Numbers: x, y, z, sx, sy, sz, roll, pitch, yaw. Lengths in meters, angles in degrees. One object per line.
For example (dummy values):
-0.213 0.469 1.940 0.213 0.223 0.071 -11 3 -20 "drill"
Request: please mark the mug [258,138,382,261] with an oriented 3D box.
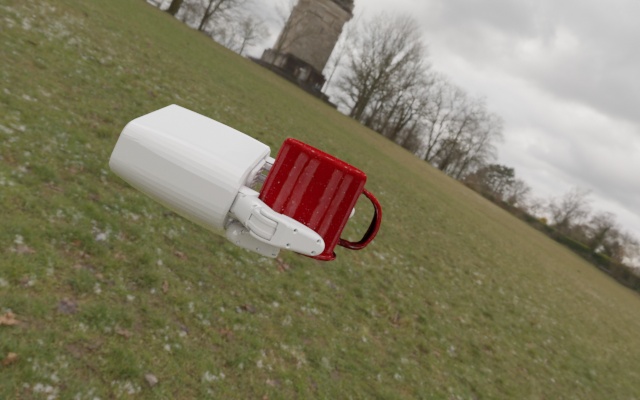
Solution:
0.001 0.002 0.427 0.117 0.081 0.093 25 7 -3 "mug"
